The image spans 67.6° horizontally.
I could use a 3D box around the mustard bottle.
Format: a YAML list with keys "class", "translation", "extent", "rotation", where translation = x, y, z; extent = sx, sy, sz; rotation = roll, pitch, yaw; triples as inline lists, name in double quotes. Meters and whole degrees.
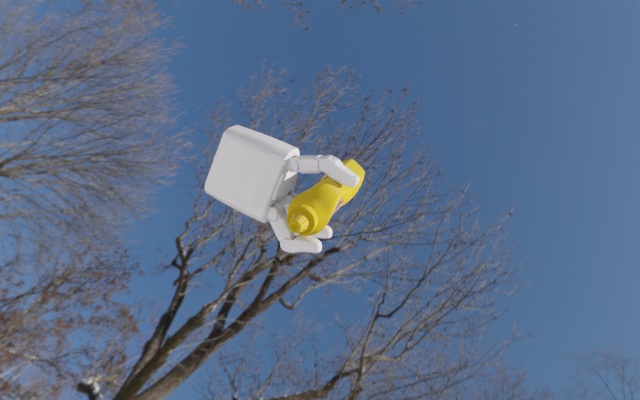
- class: "mustard bottle"
  translation: [0.000, 0.002, 0.695]
  extent: [0.096, 0.058, 0.191]
  rotation: [-45, -1, 29]
